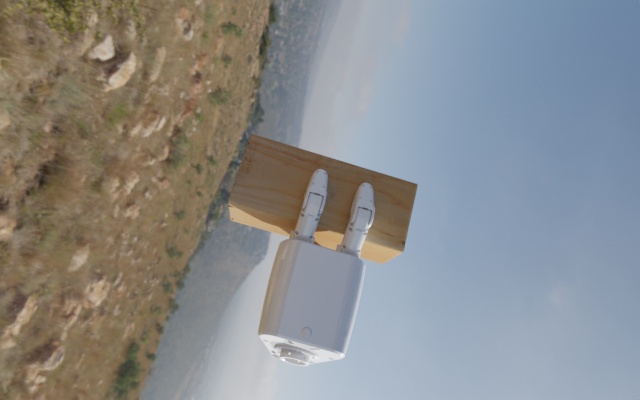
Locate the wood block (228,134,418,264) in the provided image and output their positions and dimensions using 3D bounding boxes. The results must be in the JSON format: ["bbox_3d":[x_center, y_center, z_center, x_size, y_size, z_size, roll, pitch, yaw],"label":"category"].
[{"bbox_3d":[0.000,0.002,0.589,0.206,0.090,0.091,17,-19,-4],"label":"wood block"}]
